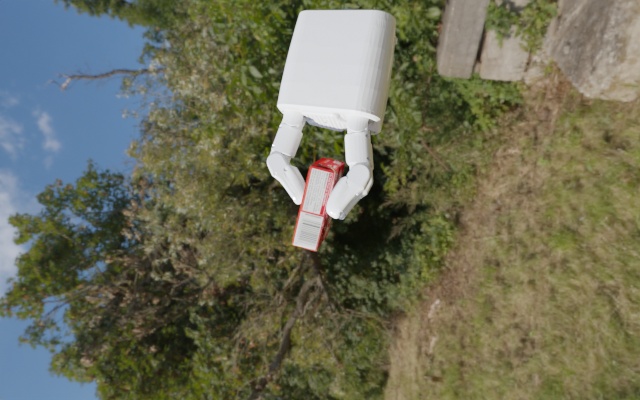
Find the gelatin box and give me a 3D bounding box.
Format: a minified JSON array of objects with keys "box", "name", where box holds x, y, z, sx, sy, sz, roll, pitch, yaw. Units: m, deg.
[{"box":[0.000,0.002,0.513,0.030,0.089,0.073,15,12,7],"name":"gelatin box"}]
